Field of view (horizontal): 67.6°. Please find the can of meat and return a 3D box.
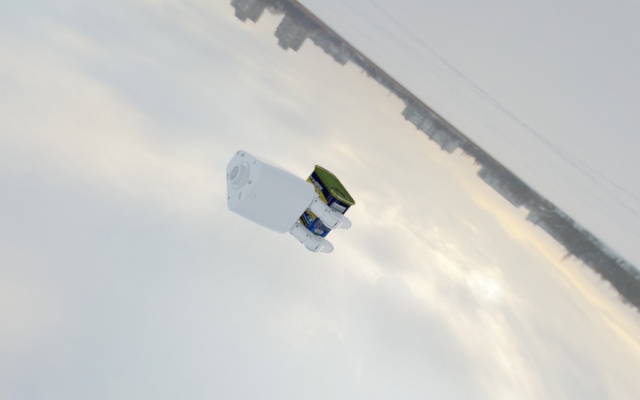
[{"bbox_3d":[0.000,0.003,0.817,0.057,0.084,0.102,24,22,-40],"label":"can of meat"}]
